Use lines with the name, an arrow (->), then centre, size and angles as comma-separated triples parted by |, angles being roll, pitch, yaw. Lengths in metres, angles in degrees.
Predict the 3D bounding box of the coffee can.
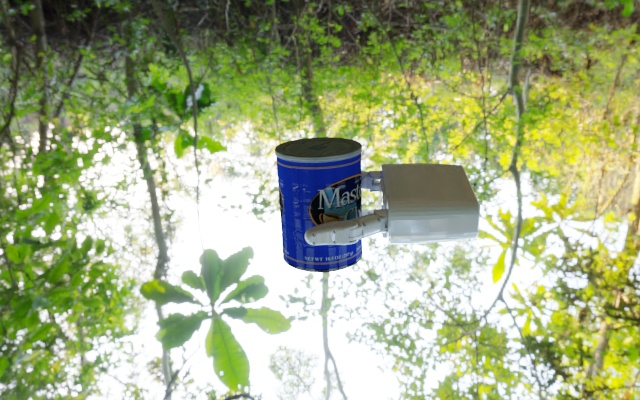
coffee can -> 0.000, 0.002, 0.582 | 0.103, 0.140, 0.102 | -2, 19, 1
